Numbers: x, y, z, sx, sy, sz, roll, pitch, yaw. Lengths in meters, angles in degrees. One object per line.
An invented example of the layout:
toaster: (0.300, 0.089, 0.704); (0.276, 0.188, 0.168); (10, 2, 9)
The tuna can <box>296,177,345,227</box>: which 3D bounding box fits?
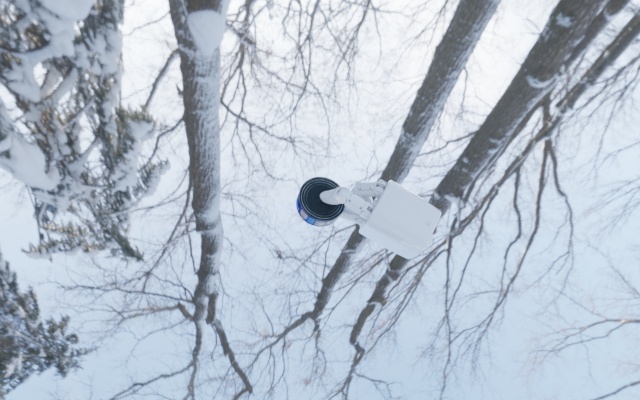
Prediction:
tuna can: (0.000, 0.003, 0.852); (0.086, 0.086, 0.034); (0, -25, -15)
